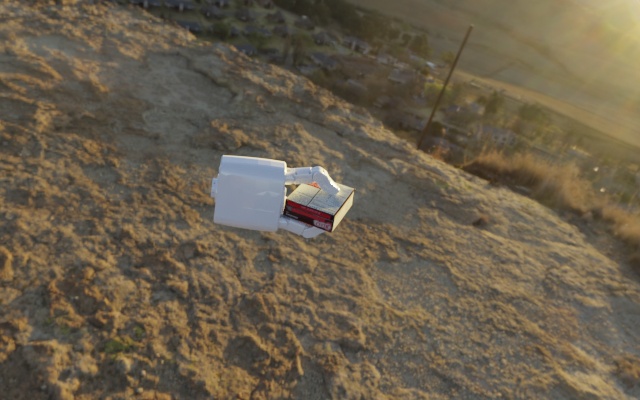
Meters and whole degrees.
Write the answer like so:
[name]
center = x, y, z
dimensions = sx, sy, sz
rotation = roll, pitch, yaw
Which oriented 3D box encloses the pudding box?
[pudding box]
center = 0.000, 0.003, 0.818
dimensions = 0.090, 0.039, 0.113
rotation = 20, 33, 14
